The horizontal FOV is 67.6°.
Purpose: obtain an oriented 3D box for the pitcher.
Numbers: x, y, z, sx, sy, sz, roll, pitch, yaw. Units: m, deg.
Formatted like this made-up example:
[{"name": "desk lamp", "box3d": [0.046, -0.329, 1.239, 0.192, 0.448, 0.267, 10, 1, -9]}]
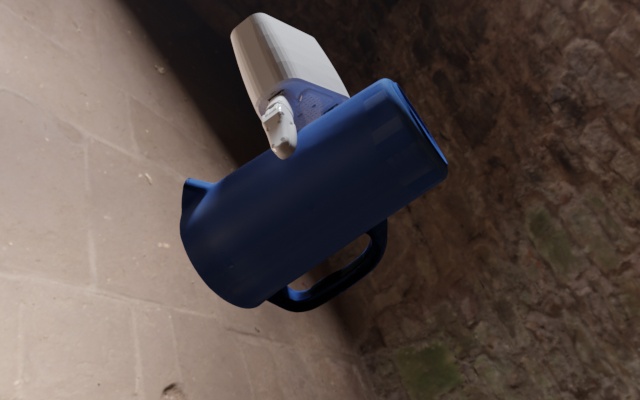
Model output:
[{"name": "pitcher", "box3d": [0.000, 0.001, 0.468, 0.243, 0.145, 0.149, -32, -29, 17]}]
